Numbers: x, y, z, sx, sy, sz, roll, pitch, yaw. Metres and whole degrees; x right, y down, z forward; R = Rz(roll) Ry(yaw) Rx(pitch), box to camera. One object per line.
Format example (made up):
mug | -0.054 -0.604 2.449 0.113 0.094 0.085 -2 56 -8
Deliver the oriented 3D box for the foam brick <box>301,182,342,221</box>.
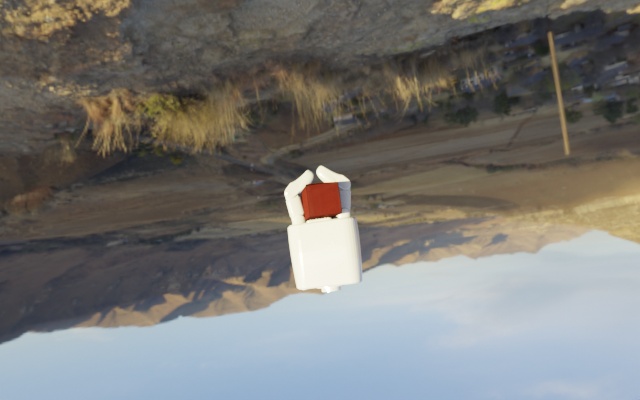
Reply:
foam brick | 0.000 0.002 0.769 0.053 0.051 0.078 -6 -7 -9
